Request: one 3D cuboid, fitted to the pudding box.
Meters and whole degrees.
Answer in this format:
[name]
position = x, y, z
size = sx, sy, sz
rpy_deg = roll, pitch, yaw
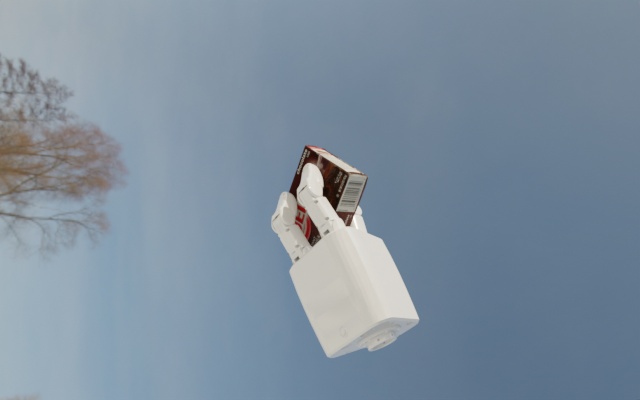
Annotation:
[pudding box]
position = 0.000, 0.002, 0.577
size = 0.039, 0.113, 0.090
rpy_deg = 7, 21, -43
